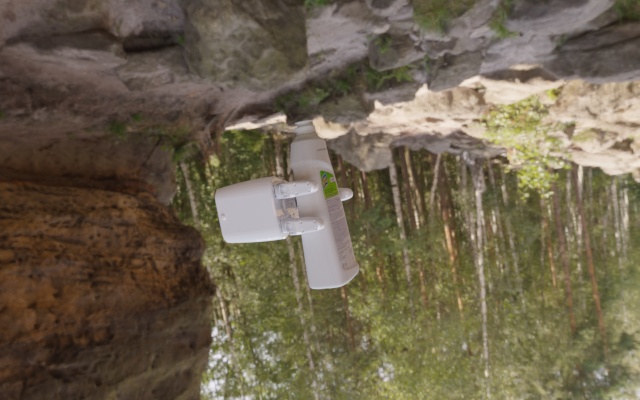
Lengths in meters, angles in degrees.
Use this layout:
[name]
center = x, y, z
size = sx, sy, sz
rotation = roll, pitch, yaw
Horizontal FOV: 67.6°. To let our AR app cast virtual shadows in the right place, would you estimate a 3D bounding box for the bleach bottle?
[bleach bottle]
center = 0.000, 0.002, 0.740
size = 0.068, 0.251, 0.102
rotation = -8, 5, 20
